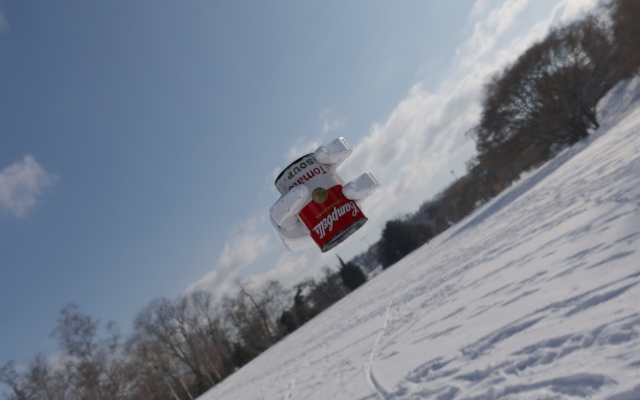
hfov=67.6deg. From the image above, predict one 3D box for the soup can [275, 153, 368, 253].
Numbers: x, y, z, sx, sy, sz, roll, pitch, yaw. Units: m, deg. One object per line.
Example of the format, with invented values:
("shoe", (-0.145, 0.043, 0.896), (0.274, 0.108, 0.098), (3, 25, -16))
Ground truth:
("soup can", (0.000, 0.002, 0.572), (0.068, 0.102, 0.068), (-34, -12, -8))
